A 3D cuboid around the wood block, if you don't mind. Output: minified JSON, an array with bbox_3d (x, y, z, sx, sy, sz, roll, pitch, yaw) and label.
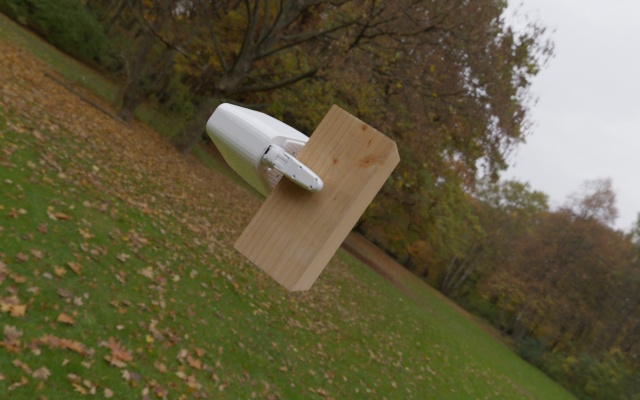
[{"bbox_3d":[0.000,0.002,0.586,0.090,0.206,0.091,35,0,16],"label":"wood block"}]
